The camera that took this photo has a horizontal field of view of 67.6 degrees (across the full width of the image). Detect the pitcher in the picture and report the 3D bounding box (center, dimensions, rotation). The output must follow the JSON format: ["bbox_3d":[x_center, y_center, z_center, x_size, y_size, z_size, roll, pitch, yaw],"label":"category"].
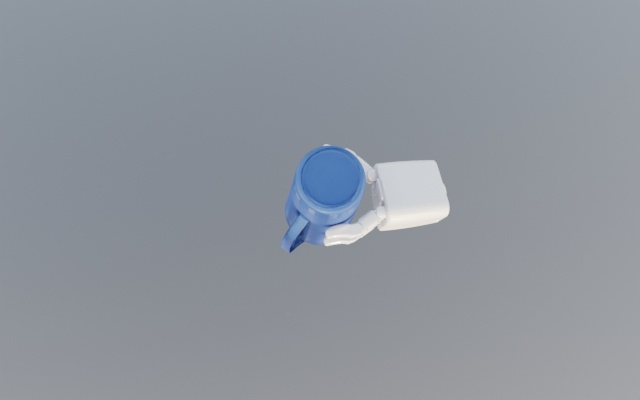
[{"bbox_3d":[0.000,0.003,0.820,0.145,0.149,0.243,-4,-13,-5],"label":"pitcher"}]
